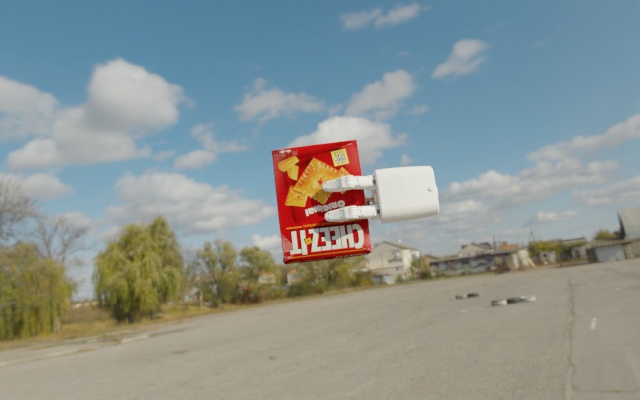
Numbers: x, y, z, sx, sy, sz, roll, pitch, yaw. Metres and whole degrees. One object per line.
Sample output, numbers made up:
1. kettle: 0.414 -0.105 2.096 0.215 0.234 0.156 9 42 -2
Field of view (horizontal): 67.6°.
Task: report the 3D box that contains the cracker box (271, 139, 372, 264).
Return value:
1. cracker box: 0.000 0.003 0.895 0.164 0.213 0.072 -7 -10 -2
